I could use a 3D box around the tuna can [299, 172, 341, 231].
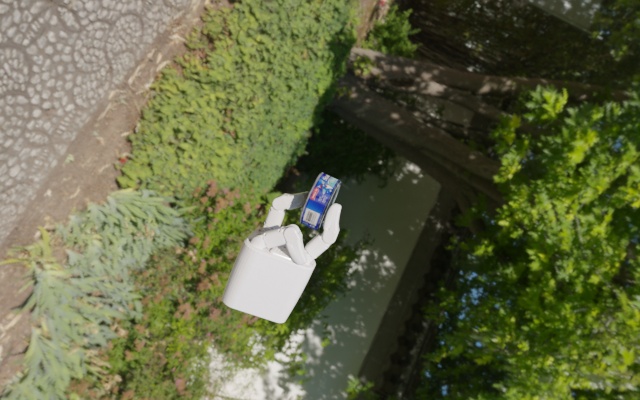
[{"bbox_3d":[0.001,0.003,0.731,0.034,0.086,0.086,24,3,6],"label":"tuna can"}]
